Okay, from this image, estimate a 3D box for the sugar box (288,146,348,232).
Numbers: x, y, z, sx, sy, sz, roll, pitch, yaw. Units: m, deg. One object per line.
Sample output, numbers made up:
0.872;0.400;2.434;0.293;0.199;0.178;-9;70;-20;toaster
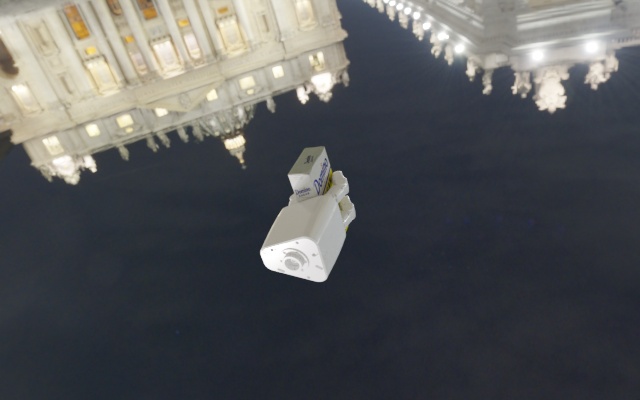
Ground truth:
0.001;0.003;0.849;0.048;0.176;0.093;-2;35;21;sugar box
